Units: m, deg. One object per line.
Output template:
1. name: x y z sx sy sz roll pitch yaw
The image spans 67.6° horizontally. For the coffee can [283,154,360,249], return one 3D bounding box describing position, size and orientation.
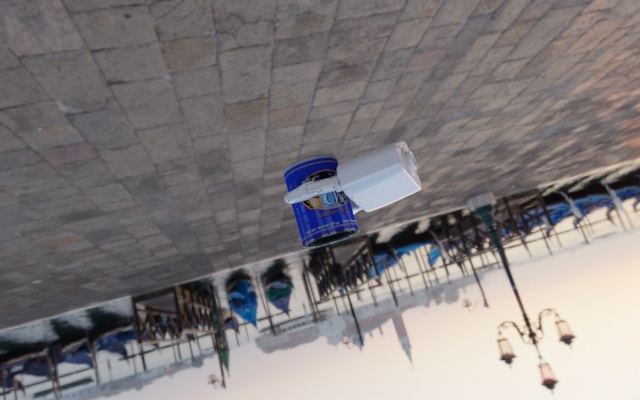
1. coffee can: 0.000 0.003 0.843 0.103 0.140 0.103 -16 -13 -4
